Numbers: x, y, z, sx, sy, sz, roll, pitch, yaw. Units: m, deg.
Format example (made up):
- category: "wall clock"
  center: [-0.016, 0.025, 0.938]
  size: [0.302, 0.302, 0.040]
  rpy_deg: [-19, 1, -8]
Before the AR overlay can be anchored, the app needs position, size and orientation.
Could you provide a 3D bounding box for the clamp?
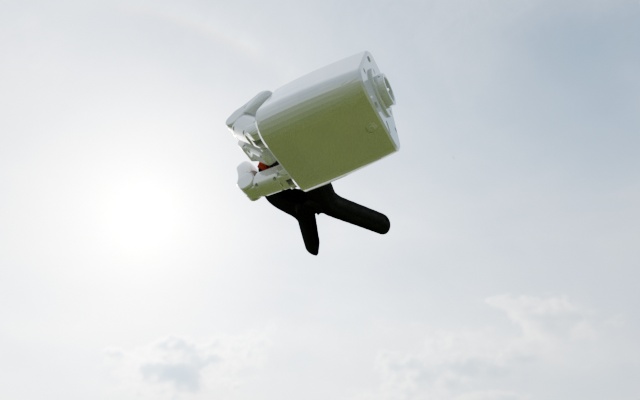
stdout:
- category: "clamp"
  center: [0.000, 0.001, 0.545]
  size: [0.120, 0.039, 0.171]
  rpy_deg: [-19, -46, 23]
